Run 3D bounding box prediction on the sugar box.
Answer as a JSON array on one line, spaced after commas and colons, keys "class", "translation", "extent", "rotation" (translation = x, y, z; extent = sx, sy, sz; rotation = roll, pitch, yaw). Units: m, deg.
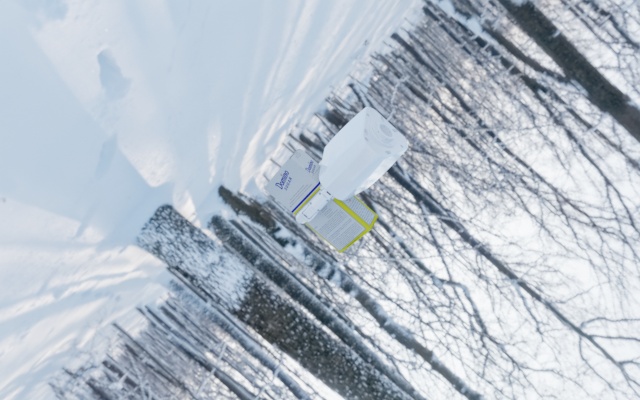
[{"class": "sugar box", "translation": [0.001, 0.002, 0.804], "extent": [0.093, 0.176, 0.048], "rotation": [-44, 5, 40]}]
